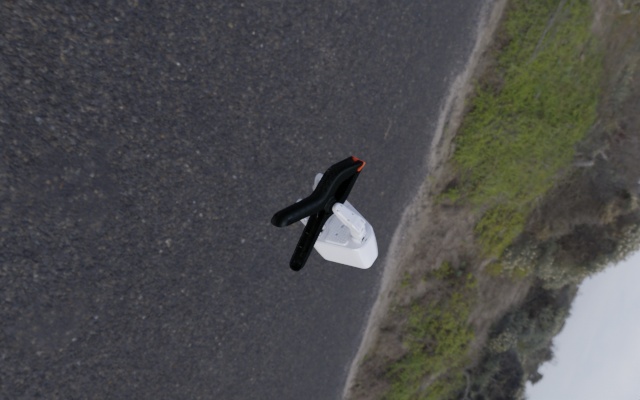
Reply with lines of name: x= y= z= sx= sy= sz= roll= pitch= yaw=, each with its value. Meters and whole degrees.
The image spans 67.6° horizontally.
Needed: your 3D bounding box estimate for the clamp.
clamp: x=0.001 y=0.003 z=0.760 sx=0.036 sy=0.210 sz=0.165 roll=30 pitch=-17 yaw=23
